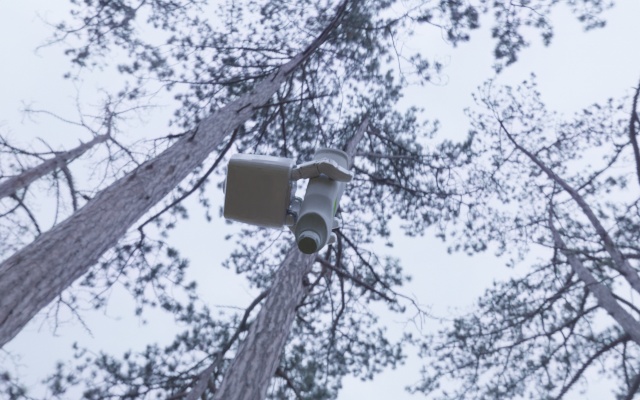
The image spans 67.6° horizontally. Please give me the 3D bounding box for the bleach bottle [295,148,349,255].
[{"bbox_3d":[0.000,0.003,0.780,0.068,0.103,0.250,8,27,5],"label":"bleach bottle"}]
